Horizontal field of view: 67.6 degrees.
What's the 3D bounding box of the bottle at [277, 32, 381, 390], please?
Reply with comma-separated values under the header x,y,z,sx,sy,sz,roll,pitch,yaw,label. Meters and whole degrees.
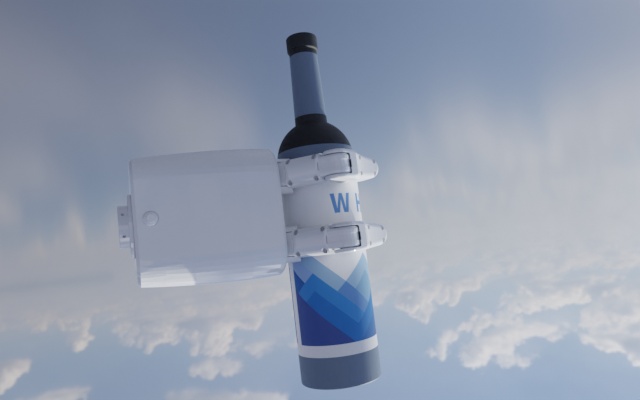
x,y,z,sx,sy,sz,roll,pitch,yaw,label
0.000,0.002,0.410,0.069,0.295,0.069,-7,-6,-1,bottle
